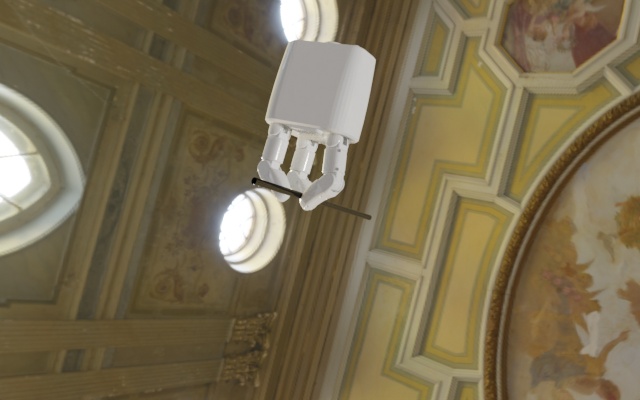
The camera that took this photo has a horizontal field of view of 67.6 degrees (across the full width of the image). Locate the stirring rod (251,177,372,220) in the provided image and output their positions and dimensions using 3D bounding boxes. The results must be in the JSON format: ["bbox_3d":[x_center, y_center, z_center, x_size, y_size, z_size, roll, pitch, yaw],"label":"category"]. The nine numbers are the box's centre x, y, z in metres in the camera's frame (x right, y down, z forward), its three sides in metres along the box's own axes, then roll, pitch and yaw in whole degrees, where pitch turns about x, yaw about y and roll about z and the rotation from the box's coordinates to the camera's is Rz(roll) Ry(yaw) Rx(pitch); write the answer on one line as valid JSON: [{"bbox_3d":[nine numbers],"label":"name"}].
[{"bbox_3d":[0.000,0.002,0.608,0.011,0.011,0.239,0,-11,37],"label":"stirring rod"}]
